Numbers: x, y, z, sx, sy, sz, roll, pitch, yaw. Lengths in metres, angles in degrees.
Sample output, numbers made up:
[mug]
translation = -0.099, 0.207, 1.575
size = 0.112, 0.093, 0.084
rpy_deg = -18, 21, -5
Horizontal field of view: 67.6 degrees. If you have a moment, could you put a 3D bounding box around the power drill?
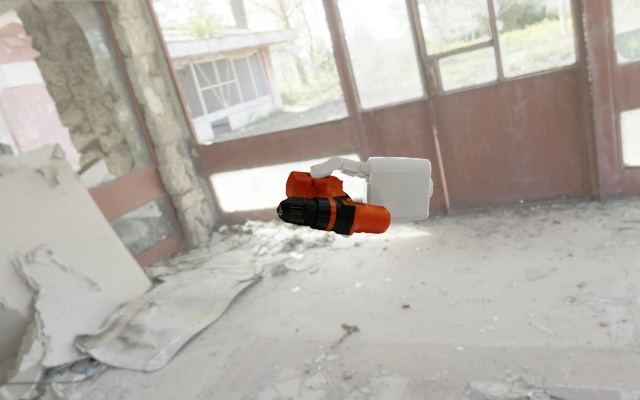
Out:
[power drill]
translation = 0.000, 0.002, 0.790
size = 0.184, 0.057, 0.187
rpy_deg = 9, 17, -22
